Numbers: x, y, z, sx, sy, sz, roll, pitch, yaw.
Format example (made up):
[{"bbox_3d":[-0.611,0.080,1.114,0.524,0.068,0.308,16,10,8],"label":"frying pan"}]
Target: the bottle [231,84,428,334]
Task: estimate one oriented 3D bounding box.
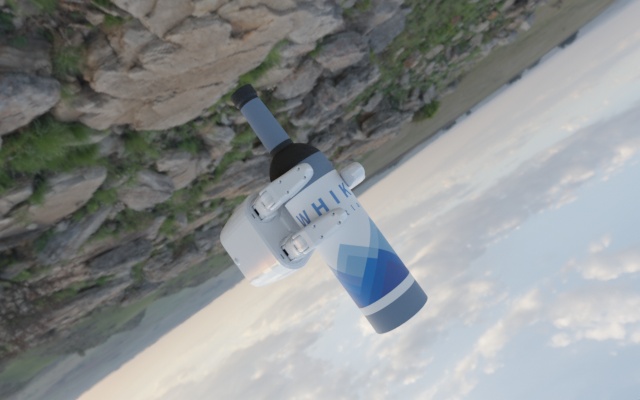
[{"bbox_3d":[0.000,0.002,0.509,0.069,0.295,0.069,-36,-2,-2],"label":"bottle"}]
